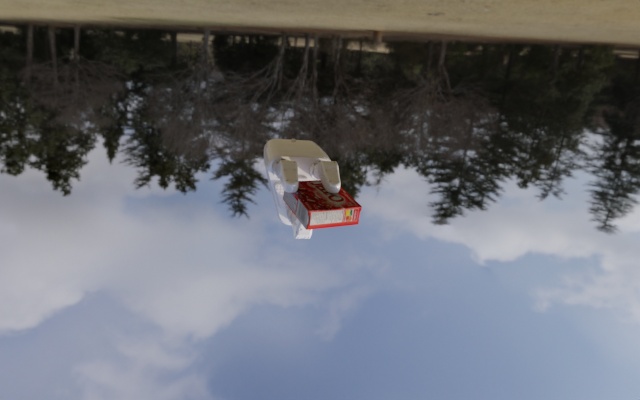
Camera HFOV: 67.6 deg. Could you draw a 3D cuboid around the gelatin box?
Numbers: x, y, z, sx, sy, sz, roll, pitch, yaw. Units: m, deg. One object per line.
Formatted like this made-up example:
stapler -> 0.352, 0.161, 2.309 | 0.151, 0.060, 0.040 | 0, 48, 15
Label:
gelatin box -> 0.000, 0.003, 0.618 | 0.073, 0.030, 0.089 | -4, 28, -24
